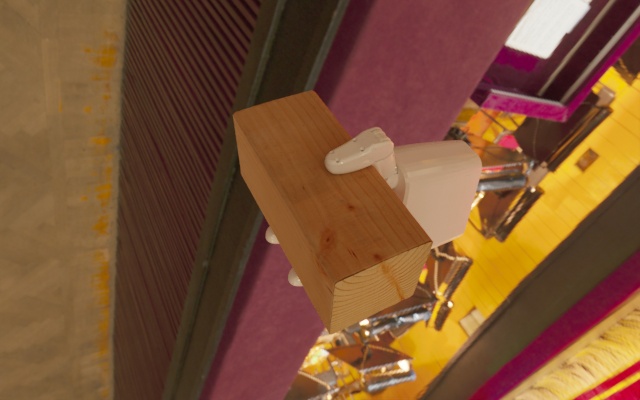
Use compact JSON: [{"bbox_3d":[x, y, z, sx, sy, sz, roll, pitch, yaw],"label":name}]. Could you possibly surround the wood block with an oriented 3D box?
[{"bbox_3d":[0.001,0.001,0.444,0.090,0.206,0.091,-20,-36,-19],"label":"wood block"}]
